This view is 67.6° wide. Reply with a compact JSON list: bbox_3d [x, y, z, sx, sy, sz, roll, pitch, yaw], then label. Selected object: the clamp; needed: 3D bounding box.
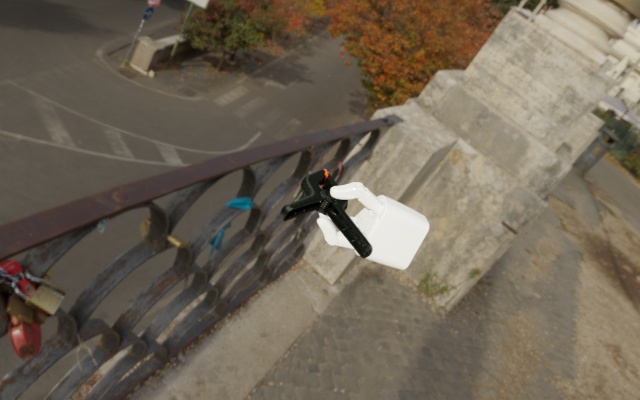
[{"bbox_3d":[0.001,0.002,0.825,0.164,0.036,0.209,24,28,-24],"label":"clamp"}]
